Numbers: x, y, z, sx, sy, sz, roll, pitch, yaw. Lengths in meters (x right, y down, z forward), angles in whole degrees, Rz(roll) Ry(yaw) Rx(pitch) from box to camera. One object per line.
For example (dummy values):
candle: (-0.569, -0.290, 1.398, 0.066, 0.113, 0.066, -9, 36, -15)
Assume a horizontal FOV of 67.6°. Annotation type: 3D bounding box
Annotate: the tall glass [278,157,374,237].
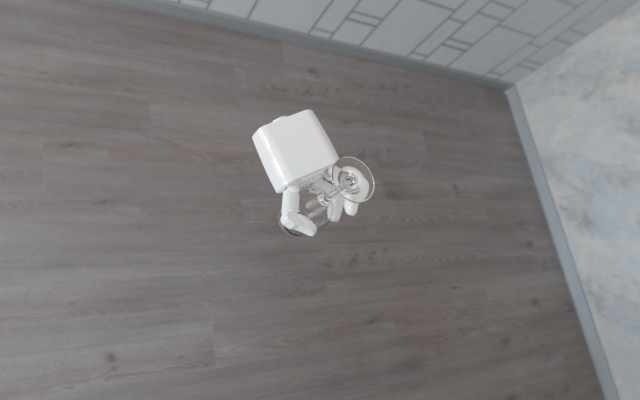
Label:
tall glass: (0.000, 0.002, 0.783, 0.079, 0.079, 0.201, 0, -20, -31)
